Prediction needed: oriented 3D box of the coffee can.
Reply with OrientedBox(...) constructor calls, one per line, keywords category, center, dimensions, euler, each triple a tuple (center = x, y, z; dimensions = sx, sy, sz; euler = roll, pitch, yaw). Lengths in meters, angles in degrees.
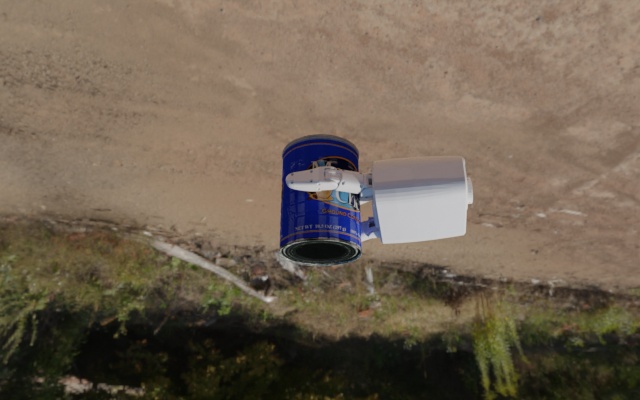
OrientedBox(category="coffee can", center=(0.000, 0.002, 0.609), dimensions=(0.103, 0.140, 0.103), euler=(0, -24, 0))
